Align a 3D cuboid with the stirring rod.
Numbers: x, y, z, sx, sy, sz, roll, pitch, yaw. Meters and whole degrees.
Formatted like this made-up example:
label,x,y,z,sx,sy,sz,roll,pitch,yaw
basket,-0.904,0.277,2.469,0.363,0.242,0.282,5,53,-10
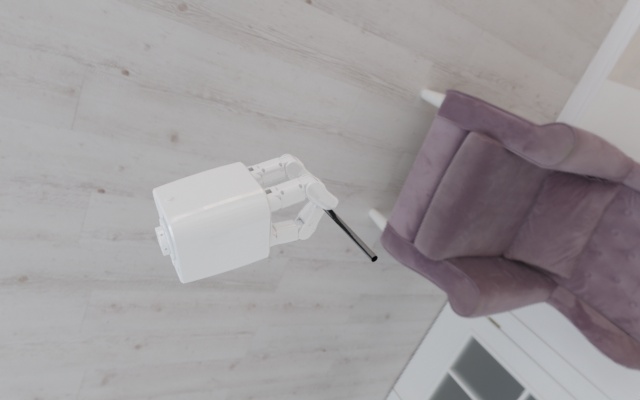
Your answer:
label,x,y,z,sx,sy,sz,roll,pitch,yaw
stirring rod,0.000,0.002,0.585,0.011,0.011,0.239,0,29,-32
